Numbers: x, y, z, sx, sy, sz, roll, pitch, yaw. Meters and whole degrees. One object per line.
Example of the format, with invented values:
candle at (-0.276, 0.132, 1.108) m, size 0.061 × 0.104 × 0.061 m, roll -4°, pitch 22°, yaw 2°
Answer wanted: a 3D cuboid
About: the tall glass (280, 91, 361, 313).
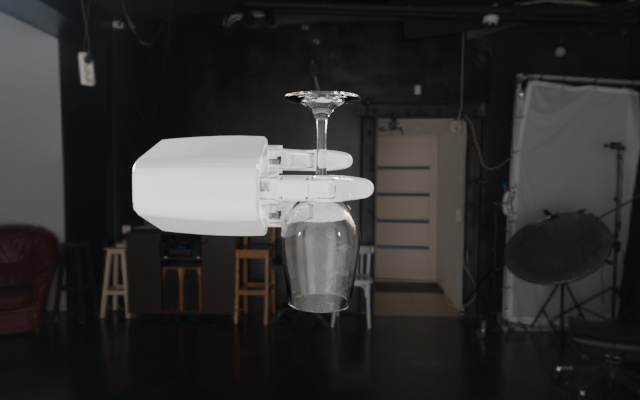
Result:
tall glass at (0.000, 0.001, 0.461) m, size 0.079 × 0.201 × 0.079 m, roll 0°, pitch 3°, yaw 0°
